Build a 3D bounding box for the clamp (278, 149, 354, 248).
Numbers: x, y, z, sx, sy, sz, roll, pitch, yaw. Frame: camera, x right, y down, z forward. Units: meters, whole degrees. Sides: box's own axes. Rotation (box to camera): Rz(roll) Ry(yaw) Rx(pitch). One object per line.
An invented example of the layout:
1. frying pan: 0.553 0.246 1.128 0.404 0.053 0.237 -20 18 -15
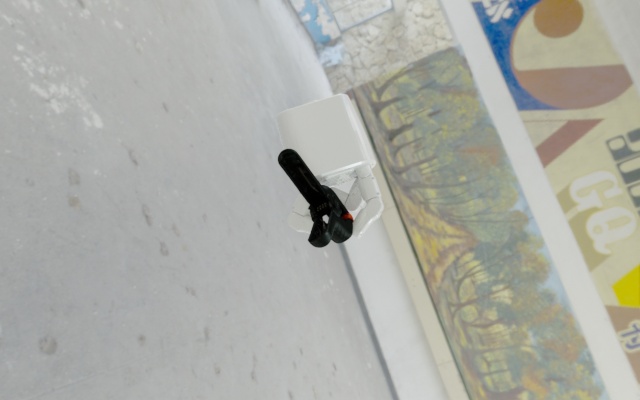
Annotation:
1. clamp: 0.001 0.002 0.586 0.039 0.120 0.171 -20 -11 11
